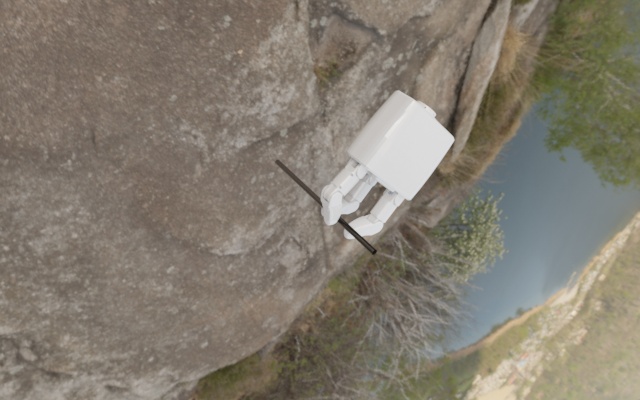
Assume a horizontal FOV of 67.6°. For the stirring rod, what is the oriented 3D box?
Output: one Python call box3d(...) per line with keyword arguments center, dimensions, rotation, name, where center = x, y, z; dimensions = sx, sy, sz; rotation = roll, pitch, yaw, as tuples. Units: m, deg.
box3d(center=(0.000, 0.002, 0.684), dimensions=(0.011, 0.011, 0.239), rotation=(0, 32, -43), name="stirring rod")
